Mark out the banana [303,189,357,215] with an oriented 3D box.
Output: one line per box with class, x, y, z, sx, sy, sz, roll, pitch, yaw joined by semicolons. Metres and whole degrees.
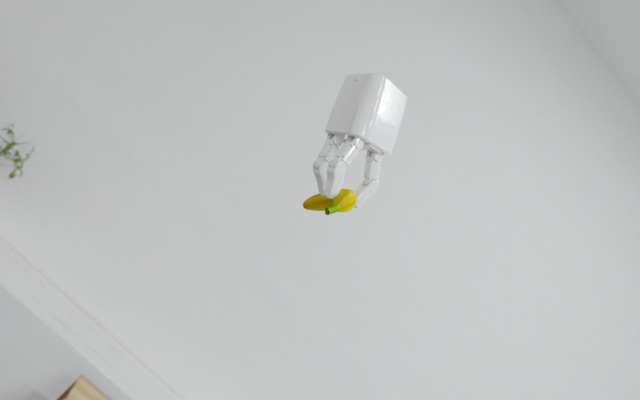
banana;0.019;0.001;0.809;0.069;0.037;0.198;-7;1;-12
